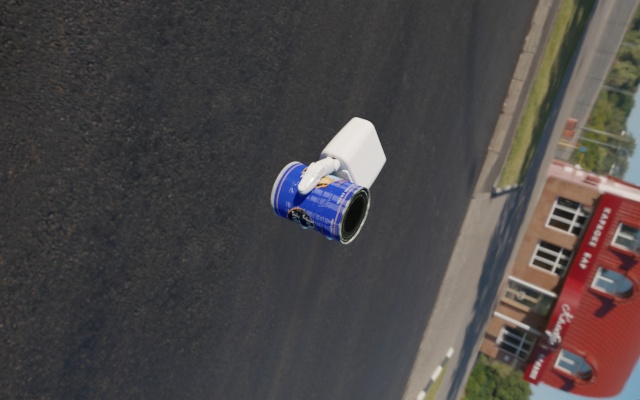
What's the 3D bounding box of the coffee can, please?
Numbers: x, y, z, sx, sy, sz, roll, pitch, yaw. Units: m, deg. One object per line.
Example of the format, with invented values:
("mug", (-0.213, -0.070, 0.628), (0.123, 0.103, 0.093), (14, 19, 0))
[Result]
("coffee can", (0.000, 0.003, 0.823), (0.140, 0.103, 0.103), (22, 10, 25))
